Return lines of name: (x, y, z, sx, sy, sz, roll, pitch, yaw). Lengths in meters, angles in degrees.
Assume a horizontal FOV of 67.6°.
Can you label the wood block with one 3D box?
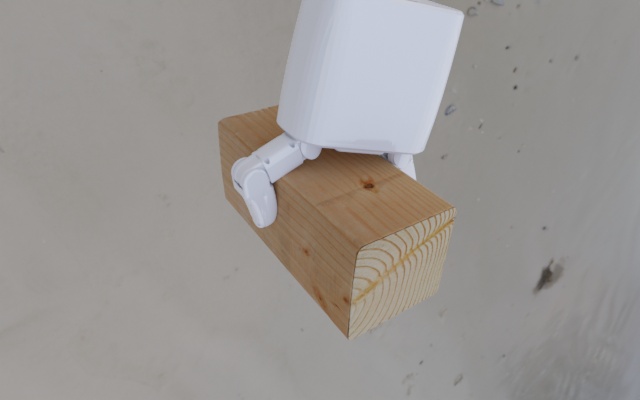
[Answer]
wood block: (0.000, 0.001, 0.403, 0.091, 0.090, 0.206, -20, 41, -28)
